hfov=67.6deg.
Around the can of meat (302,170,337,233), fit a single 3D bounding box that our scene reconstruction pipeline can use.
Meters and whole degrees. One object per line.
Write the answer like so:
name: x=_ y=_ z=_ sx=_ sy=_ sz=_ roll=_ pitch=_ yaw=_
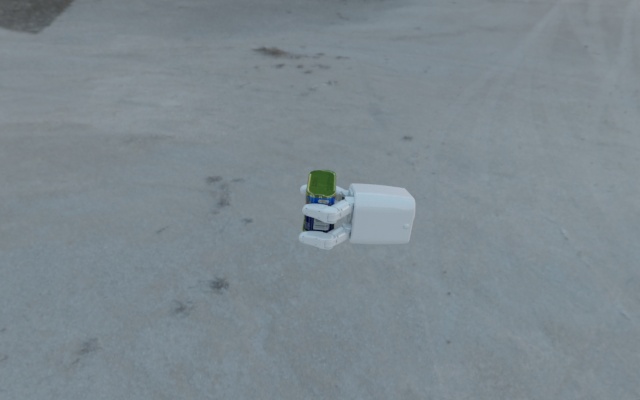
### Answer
can of meat: x=0.000 y=0.002 z=0.856 sx=0.057 sy=0.084 sz=0.102 roll=5 pitch=31 yaw=0
